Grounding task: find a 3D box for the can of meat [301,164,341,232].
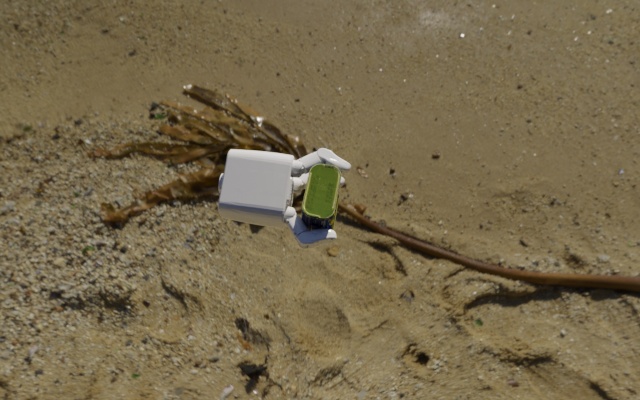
[{"bbox_3d":[0.000,0.002,0.774,0.057,0.102,0.084,10,-27,2],"label":"can of meat"}]
